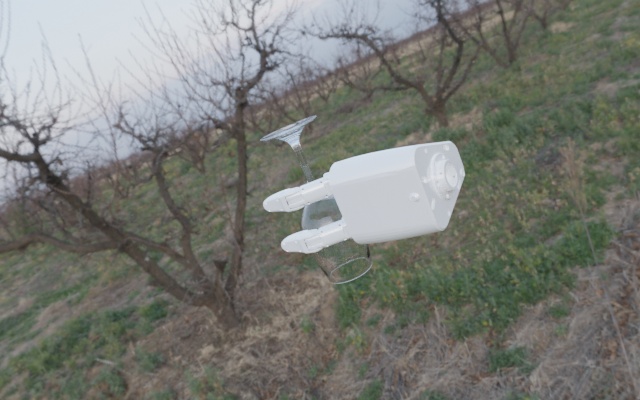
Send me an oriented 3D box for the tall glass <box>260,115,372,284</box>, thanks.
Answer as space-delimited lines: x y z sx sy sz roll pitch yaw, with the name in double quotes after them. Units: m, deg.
0.000 0.001 0.594 0.079 0.201 0.079 -22 13 6 "tall glass"
